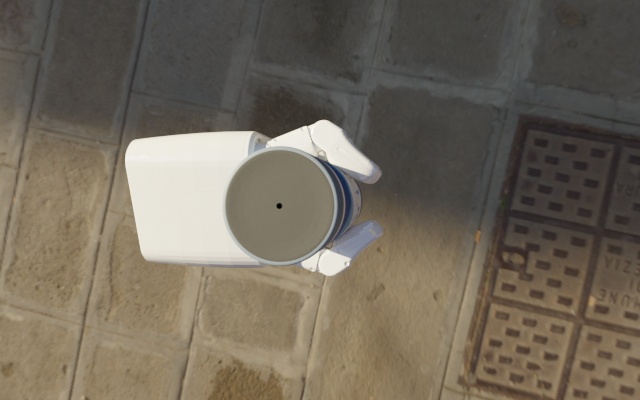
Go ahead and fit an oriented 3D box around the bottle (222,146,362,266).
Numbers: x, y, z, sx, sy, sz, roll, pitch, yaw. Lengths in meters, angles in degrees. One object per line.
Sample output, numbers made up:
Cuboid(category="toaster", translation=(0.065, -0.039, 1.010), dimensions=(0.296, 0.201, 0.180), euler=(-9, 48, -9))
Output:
Cuboid(category="bottle", translation=(0.000, 0.001, 0.407), dimensions=(0.069, 0.069, 0.295), euler=(0, 1, 9))
